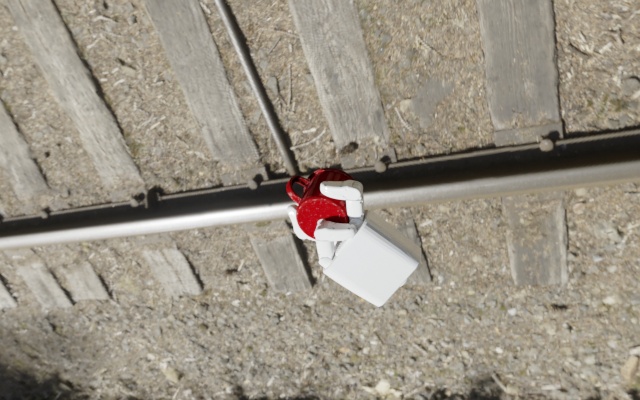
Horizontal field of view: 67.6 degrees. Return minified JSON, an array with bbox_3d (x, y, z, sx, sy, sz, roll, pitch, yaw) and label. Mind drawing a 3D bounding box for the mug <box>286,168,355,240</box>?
[{"bbox_3d":[-0.001,0.002,0.734,0.117,0.093,0.081,34,34,-8],"label":"mug"}]
